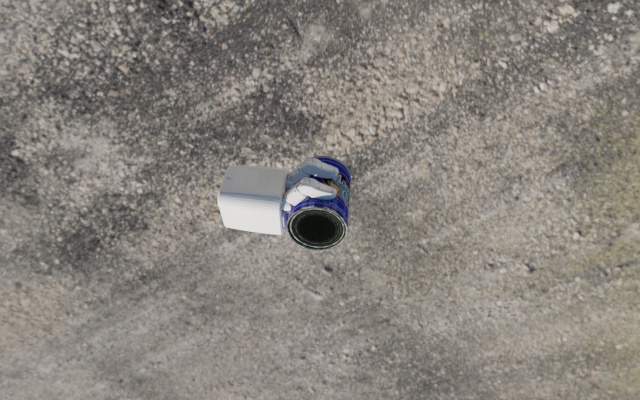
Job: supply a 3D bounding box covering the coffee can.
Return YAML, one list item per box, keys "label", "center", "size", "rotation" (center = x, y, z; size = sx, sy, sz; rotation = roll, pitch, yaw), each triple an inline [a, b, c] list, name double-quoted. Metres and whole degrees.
- label: "coffee can"
  center: [0.000, 0.003, 0.840]
  size: [0.103, 0.103, 0.140]
  rotation: [0, 41, 6]
